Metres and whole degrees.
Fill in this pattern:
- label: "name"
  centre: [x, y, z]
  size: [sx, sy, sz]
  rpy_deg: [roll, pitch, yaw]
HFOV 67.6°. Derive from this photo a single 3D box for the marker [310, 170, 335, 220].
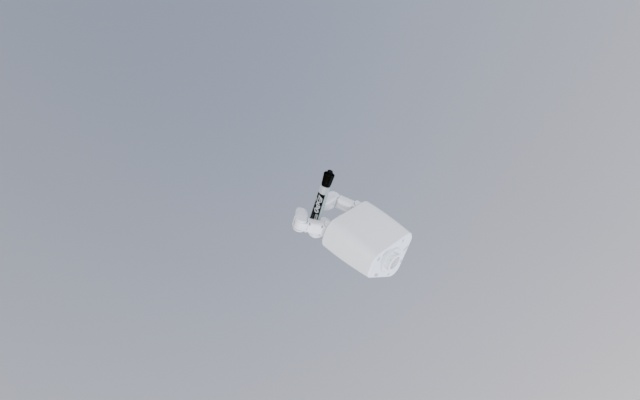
- label: "marker"
  centre: [0.000, 0.003, 0.812]
  size: [0.020, 0.121, 0.020]
  rpy_deg: [14, 27, -7]
